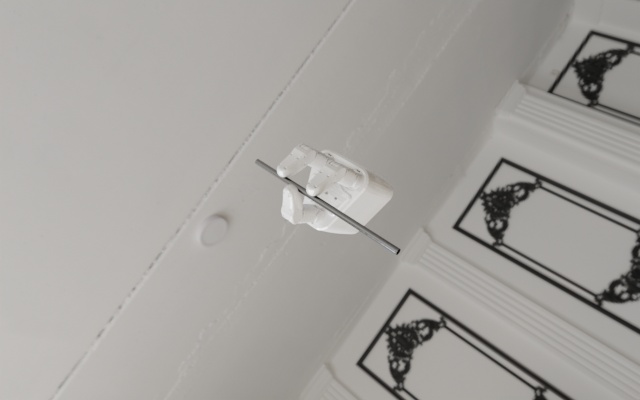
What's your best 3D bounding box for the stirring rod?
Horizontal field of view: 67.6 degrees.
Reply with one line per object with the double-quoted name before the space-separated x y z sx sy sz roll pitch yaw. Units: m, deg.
"stirring rod" 0.000 0.002 0.595 0.239 0.011 0.011 33 18 31
